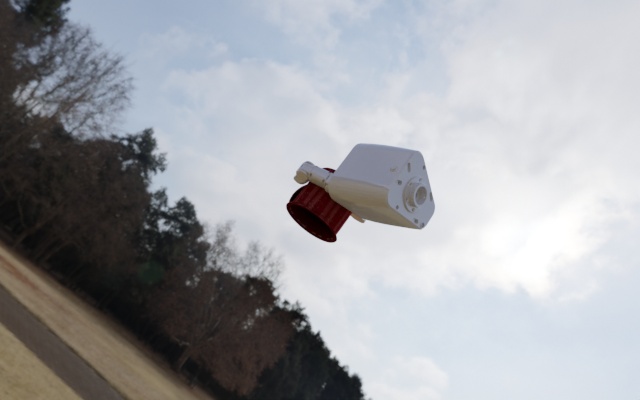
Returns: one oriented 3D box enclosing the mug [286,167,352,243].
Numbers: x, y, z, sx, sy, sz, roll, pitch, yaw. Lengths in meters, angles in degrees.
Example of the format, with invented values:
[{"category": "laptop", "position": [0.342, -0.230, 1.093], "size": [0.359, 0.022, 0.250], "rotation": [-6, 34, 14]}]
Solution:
[{"category": "mug", "position": [-0.001, 0.002, 0.738], "size": [0.117, 0.081, 0.093], "rotation": [14, -31, 46]}]
